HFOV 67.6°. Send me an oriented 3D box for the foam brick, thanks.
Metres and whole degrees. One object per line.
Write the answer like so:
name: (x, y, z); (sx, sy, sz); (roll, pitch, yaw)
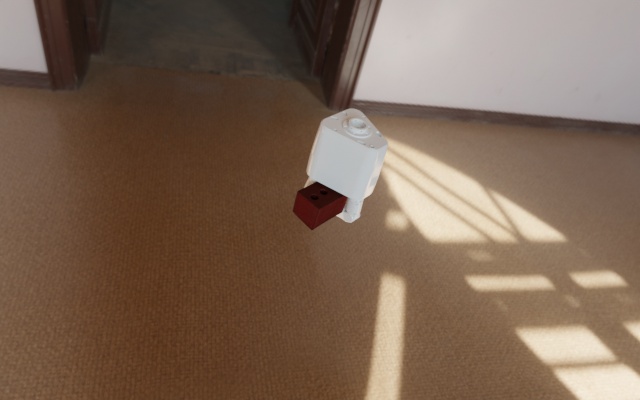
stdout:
foam brick: (0.000, 0.003, 0.811); (0.053, 0.051, 0.078); (41, 48, 23)
